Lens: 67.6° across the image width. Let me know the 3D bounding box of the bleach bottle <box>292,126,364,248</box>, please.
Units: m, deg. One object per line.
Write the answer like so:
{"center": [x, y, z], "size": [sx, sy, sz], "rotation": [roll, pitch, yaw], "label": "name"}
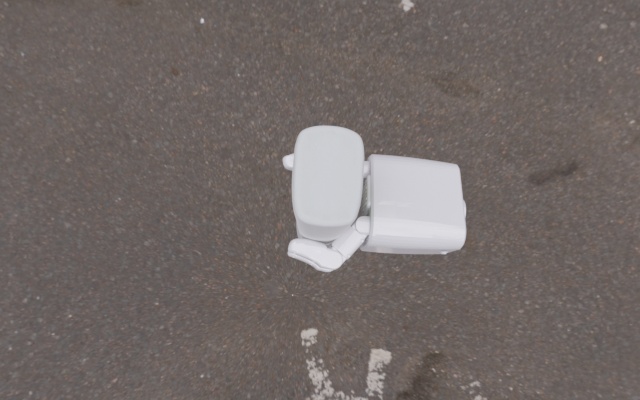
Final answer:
{"center": [0.000, 0.002, 0.566], "size": [0.068, 0.102, 0.251], "rotation": [4, -11, -3], "label": "bleach bottle"}
